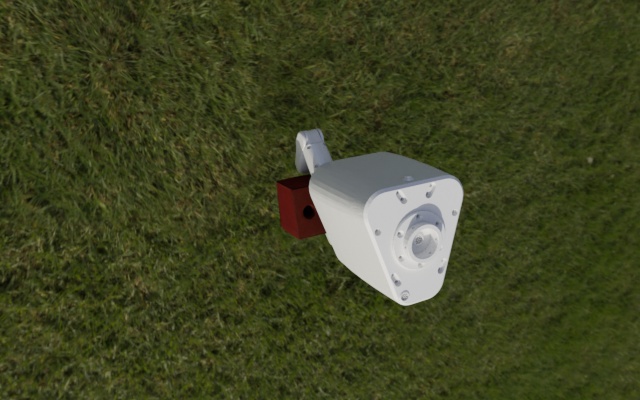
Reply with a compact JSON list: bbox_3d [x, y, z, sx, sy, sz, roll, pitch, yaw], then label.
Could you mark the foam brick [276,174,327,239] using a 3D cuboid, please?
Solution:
[{"bbox_3d":[0.000,0.002,0.493,0.078,0.053,0.051,-13,17,-20],"label":"foam brick"}]
